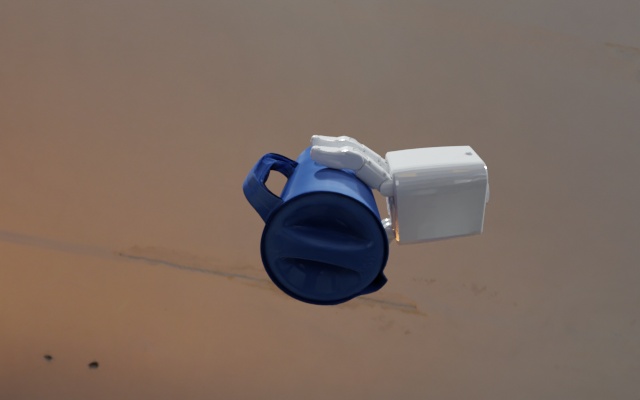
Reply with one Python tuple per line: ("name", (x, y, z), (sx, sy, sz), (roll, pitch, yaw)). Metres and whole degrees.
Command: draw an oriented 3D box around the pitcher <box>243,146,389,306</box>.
("pitcher", (0.000, 0.002, 0.592), (0.145, 0.149, 0.242), (-7, 22, 5))
